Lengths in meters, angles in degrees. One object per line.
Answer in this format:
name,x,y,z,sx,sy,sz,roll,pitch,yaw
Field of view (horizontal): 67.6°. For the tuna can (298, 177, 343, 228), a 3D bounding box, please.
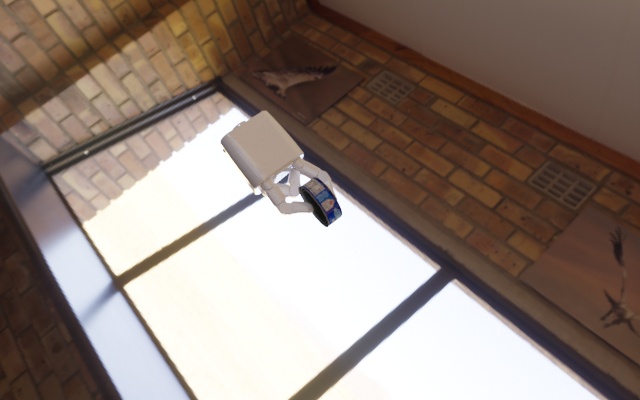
tuna can,0.001,0.002,0.825,0.033,0.086,0.086,-36,9,-13
